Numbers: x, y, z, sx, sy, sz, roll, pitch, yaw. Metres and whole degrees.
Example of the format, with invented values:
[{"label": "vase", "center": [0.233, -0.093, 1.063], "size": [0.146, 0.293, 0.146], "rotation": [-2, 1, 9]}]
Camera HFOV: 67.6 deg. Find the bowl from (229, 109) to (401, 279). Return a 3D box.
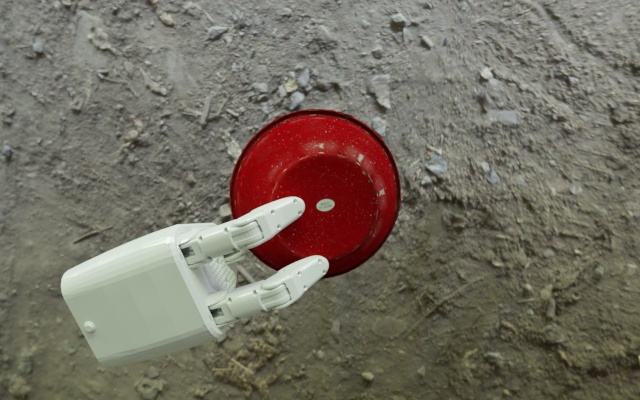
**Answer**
[{"label": "bowl", "center": [0.001, 0.001, 0.421], "size": [0.162, 0.162, 0.055], "rotation": [0, 11, -8]}]
